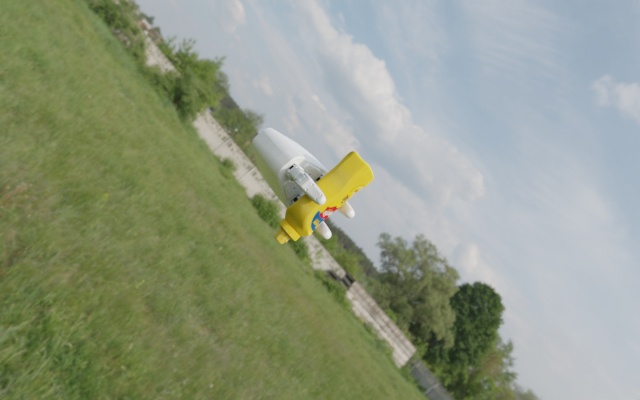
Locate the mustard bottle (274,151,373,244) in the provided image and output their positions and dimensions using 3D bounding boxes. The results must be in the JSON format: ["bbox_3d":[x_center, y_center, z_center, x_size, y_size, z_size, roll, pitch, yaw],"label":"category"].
[{"bbox_3d":[0.001,0.003,0.795,0.191,0.058,0.096,-41,-12,-3],"label":"mustard bottle"}]
